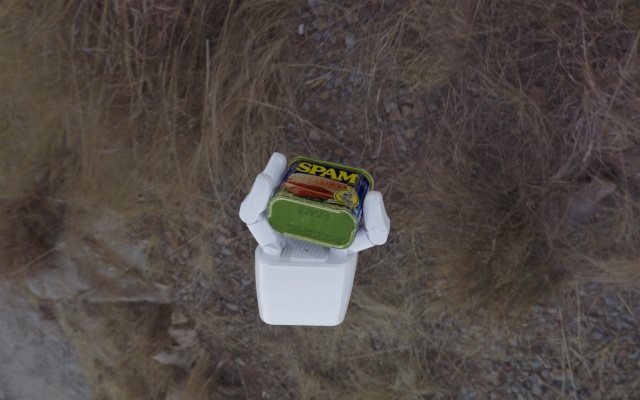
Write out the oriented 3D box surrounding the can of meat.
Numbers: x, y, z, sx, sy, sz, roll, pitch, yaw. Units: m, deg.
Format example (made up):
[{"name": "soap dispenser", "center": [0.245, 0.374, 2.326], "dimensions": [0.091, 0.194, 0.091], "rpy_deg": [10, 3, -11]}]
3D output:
[{"name": "can of meat", "center": [0.000, 0.002, 0.525], "dimensions": [0.102, 0.057, 0.084], "rpy_deg": [13, 36, 9]}]
